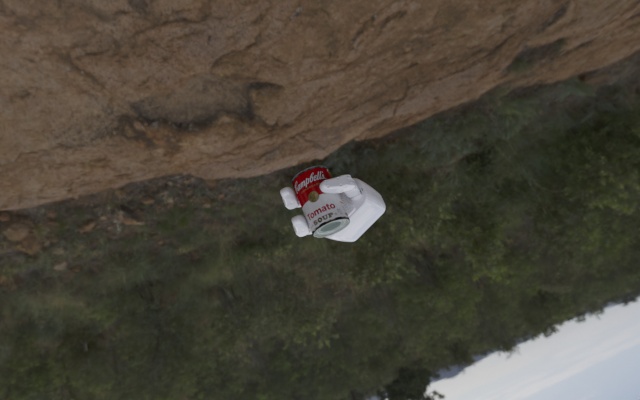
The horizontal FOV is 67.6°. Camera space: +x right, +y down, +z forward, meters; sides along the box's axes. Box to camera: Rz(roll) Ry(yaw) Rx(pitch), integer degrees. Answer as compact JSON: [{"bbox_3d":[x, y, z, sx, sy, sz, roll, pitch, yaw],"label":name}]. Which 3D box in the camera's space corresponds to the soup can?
[{"bbox_3d":[0.000,0.003,0.794,0.068,0.102,0.068,-19,-22,-8],"label":"soup can"}]
